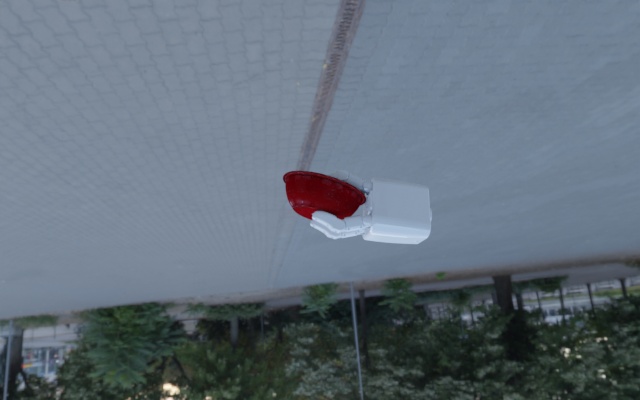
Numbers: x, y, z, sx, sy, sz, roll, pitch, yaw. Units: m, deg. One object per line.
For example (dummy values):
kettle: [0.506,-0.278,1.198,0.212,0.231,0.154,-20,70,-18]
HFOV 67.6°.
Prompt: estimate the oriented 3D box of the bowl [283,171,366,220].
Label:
bowl: [-0.001,0.003,0.883,0.162,0.055,0.162,16,-16,5]
